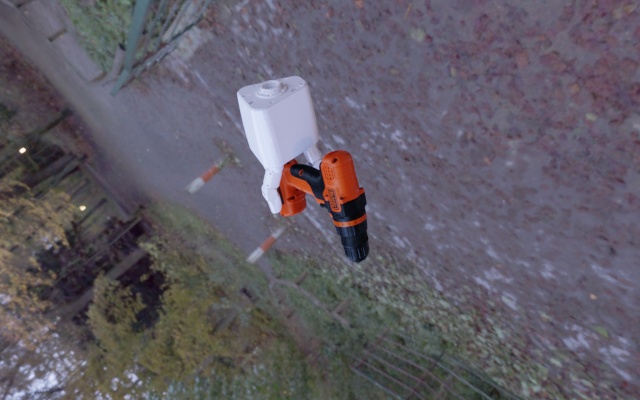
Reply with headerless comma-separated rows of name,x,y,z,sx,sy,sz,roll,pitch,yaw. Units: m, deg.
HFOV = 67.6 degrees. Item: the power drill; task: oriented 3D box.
power drill,0.000,0.002,0.785,0.057,0.184,0.187,-27,25,-35
